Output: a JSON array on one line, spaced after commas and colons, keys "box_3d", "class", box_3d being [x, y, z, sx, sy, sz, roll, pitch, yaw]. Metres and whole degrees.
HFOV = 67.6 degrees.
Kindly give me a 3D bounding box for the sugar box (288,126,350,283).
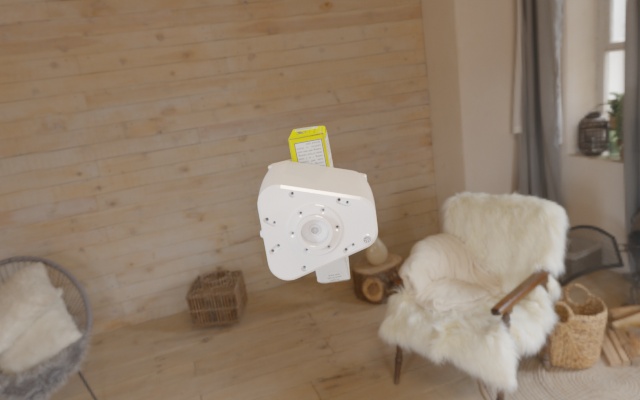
[{"box_3d": [0.000, 0.002, 0.579, 0.048, 0.176, 0.093, -8, 14, 3], "class": "sugar box"}]
